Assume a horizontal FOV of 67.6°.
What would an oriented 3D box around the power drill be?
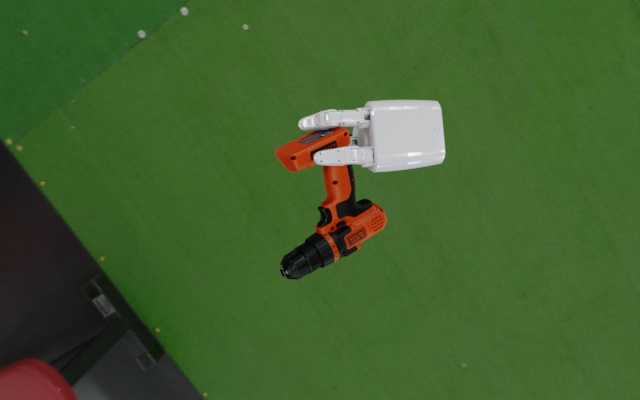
[{"bbox_3d":[0.000,0.002,0.680,0.184,0.188,0.057,-30,28,-24],"label":"power drill"}]
